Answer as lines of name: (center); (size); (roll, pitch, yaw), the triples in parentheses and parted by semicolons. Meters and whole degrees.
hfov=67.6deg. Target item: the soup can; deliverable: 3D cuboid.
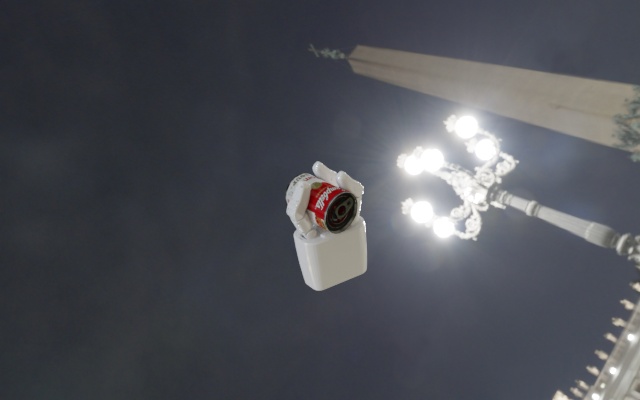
soup can: (0.000, 0.002, 0.760); (0.068, 0.068, 0.102); (0, 20, -44)
